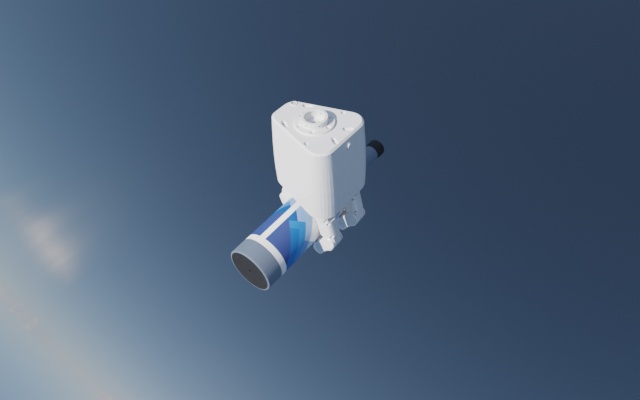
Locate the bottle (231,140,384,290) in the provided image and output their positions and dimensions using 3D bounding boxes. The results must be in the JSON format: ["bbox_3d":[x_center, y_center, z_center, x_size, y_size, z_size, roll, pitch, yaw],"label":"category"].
[{"bbox_3d":[0.000,0.002,0.682,0.069,0.069,0.295,0,36,50],"label":"bottle"}]
